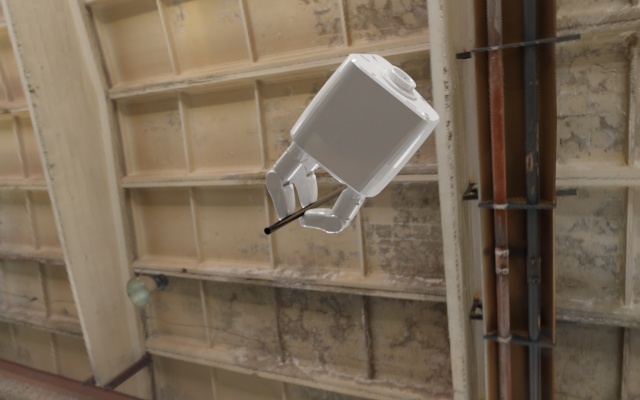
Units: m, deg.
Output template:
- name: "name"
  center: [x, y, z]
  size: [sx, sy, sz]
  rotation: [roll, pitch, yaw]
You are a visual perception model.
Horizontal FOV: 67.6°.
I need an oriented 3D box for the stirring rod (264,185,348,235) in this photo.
- name: "stirring rod"
  center: [0.000, 0.002, 0.597]
  size: [0.011, 0.011, 0.239]
  rotation: [0, 14, 28]
